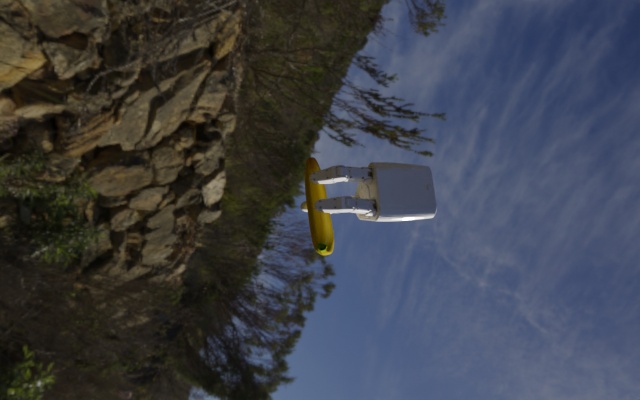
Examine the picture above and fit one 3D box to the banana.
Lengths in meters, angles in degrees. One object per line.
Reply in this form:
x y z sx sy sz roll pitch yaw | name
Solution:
-0.001 0.017 0.784 0.037 0.197 0.070 -3 -41 -9 | banana
